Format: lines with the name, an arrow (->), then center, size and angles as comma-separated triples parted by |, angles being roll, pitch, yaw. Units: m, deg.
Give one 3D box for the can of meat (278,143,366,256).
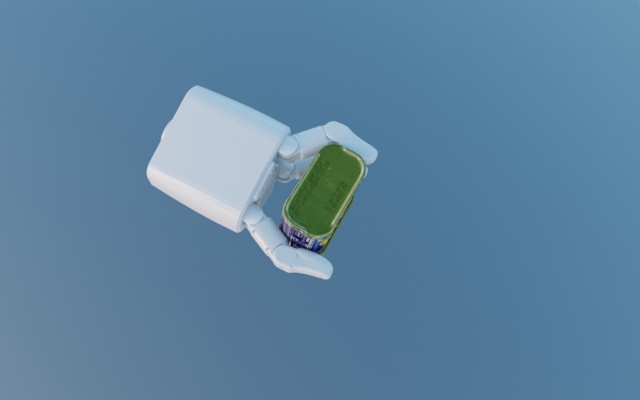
can of meat -> 0.000, 0.002, 0.482 | 0.057, 0.102, 0.084 | 29, -20, 4
